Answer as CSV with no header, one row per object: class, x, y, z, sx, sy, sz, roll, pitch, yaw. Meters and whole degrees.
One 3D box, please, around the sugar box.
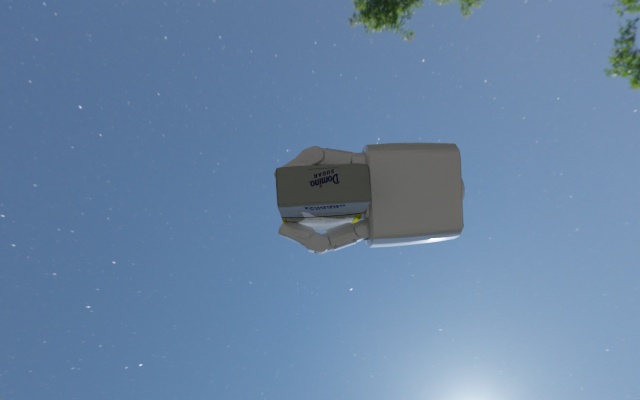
sugar box,0.000,0.001,0.539,0.093,0.048,0.176,-3,-14,-3
